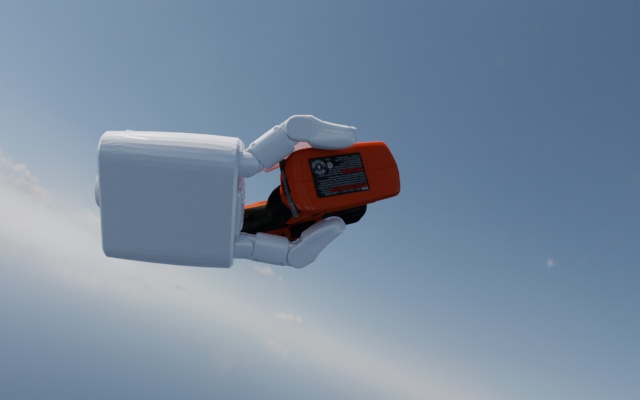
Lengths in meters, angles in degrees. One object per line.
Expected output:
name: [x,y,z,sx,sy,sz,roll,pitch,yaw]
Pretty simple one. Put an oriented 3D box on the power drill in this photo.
power drill: [0.000,0.001,0.487,0.184,0.057,0.188,-12,-12,-27]
